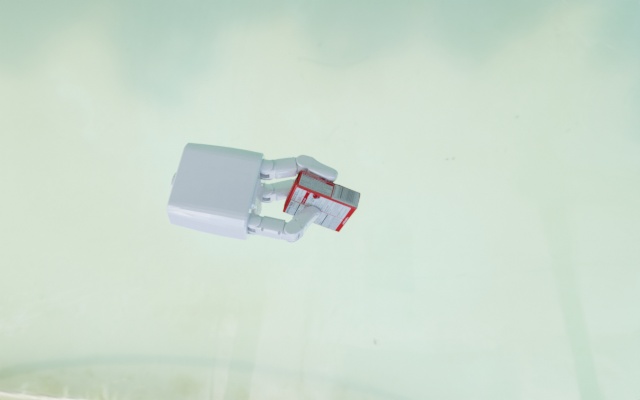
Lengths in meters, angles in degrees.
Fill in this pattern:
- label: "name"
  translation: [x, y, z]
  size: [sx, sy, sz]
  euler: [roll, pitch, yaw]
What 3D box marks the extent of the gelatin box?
- label: "gelatin box"
  translation: [0.000, 0.003, 0.650]
  size: [0.089, 0.030, 0.073]
  euler: [21, -34, -7]
